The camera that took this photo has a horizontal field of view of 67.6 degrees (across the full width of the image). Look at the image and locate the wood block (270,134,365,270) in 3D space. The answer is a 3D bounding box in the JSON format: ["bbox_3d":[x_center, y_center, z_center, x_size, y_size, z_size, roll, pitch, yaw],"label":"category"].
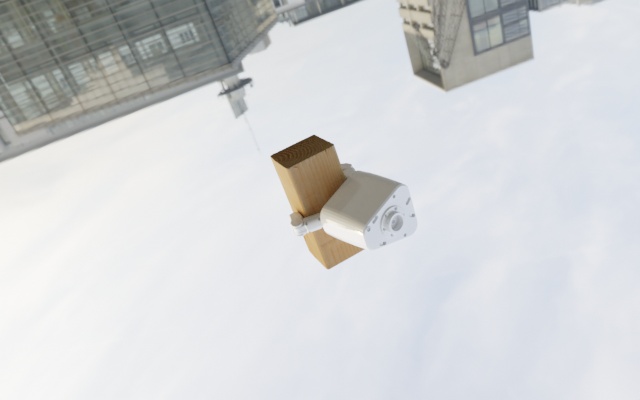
[{"bbox_3d":[0.000,0.003,0.832,0.091,0.206,0.090,-28,28,-14],"label":"wood block"}]
